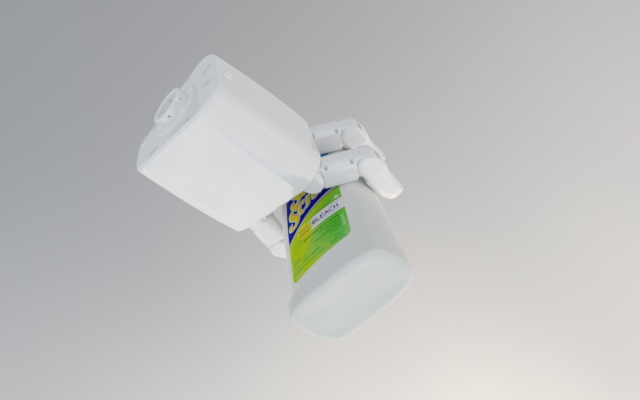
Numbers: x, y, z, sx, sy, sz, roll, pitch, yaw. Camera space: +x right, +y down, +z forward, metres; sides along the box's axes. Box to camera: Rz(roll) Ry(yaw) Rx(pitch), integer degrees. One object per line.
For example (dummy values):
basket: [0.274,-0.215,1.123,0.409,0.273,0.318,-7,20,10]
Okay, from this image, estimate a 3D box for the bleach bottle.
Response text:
bleach bottle: [0.000,0.001,0.460,0.068,0.102,0.250,36,21,-33]
